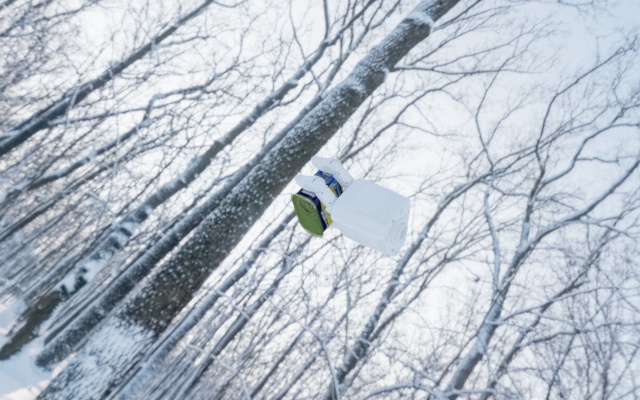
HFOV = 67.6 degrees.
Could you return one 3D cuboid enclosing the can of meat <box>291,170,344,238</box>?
[{"bbox_3d":[0.000,0.003,0.883,0.057,0.102,0.084,22,55,34],"label":"can of meat"}]
